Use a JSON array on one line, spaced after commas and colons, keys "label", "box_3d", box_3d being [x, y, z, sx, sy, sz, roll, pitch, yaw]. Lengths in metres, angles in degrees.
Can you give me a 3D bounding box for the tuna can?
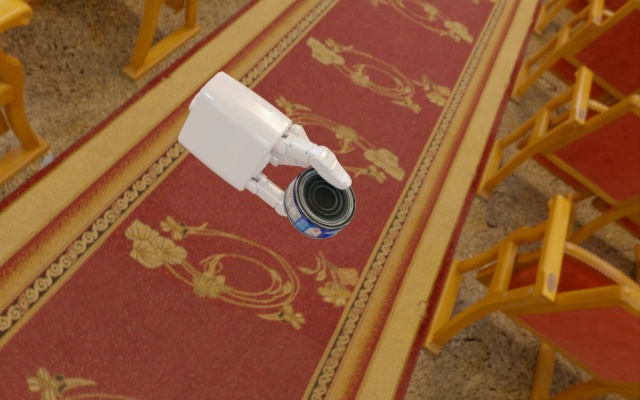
[{"label": "tuna can", "box_3d": [0.000, 0.002, 0.584, 0.086, 0.086, 0.034, 0, -23, -30]}]
